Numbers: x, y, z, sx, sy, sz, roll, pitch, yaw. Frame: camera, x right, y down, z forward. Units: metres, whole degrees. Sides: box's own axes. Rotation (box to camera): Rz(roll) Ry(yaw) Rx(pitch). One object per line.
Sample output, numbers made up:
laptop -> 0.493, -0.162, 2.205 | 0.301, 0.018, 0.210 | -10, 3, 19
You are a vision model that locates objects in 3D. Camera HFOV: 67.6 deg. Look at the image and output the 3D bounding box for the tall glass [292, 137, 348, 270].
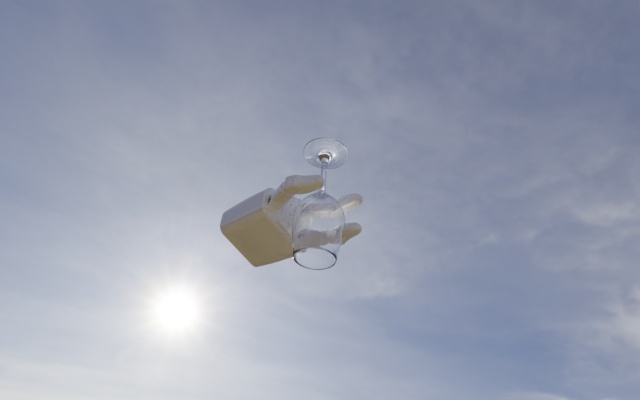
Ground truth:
tall glass -> 0.000, 0.002, 0.721 | 0.079, 0.200, 0.079 | 4, -37, 3
